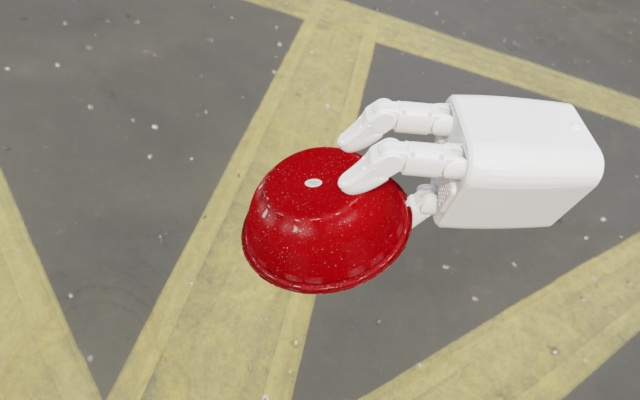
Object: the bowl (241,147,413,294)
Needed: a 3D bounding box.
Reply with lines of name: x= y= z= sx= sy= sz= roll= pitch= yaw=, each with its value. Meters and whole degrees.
bowl: x=-0.001 y=0.001 z=0.428 sx=0.162 sy=0.162 sz=0.055 roll=0 pitch=-44 yaw=14
